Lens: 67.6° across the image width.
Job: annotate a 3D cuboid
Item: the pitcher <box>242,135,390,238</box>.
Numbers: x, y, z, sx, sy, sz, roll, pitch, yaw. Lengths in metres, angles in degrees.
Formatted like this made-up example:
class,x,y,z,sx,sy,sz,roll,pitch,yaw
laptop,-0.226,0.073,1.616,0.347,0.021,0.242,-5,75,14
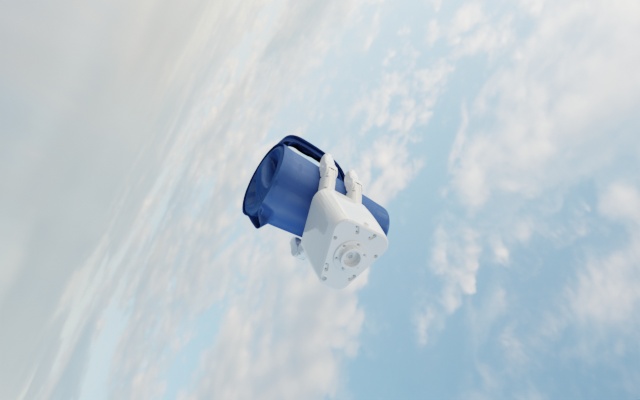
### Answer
class,x,y,z,sx,sy,sz,roll,pitch,yaw
pitcher,0.000,0.003,0.831,0.243,0.149,0.145,27,13,-24
